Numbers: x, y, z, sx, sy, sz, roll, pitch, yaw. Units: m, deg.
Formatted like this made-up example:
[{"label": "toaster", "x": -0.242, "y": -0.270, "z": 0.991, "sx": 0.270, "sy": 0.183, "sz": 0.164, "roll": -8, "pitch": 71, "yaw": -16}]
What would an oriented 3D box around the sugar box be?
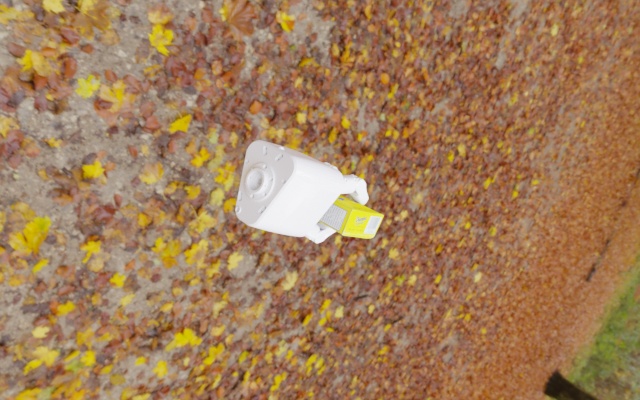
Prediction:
[{"label": "sugar box", "x": 0.000, "y": 0.002, "z": 0.739, "sx": 0.176, "sy": 0.048, "sz": 0.093, "roll": 30, "pitch": 10, "yaw": 35}]
